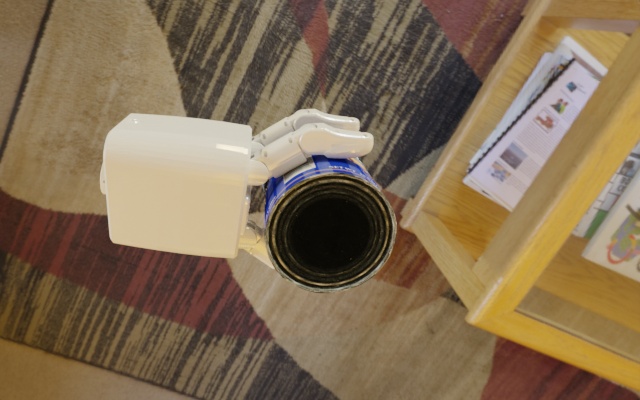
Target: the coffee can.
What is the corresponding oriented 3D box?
[{"bbox_3d":[0.000,0.001,0.428,0.103,0.103,0.140,0,22,-8],"label":"coffee can"}]
